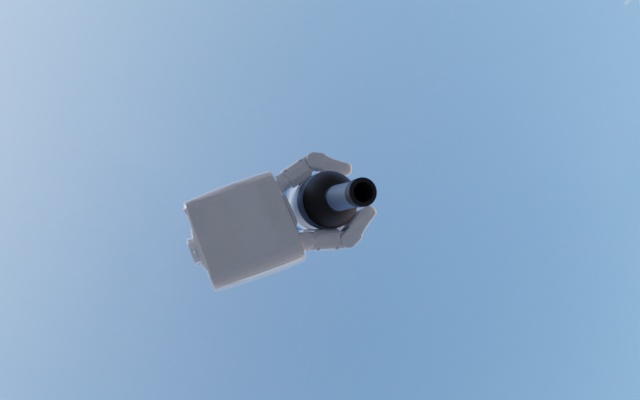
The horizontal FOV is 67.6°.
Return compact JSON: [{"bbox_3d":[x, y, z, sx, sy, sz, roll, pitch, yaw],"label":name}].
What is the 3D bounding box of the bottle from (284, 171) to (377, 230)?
[{"bbox_3d":[0.000,0.002,0.576,0.069,0.069,0.296,0,-4,-15],"label":"bottle"}]
